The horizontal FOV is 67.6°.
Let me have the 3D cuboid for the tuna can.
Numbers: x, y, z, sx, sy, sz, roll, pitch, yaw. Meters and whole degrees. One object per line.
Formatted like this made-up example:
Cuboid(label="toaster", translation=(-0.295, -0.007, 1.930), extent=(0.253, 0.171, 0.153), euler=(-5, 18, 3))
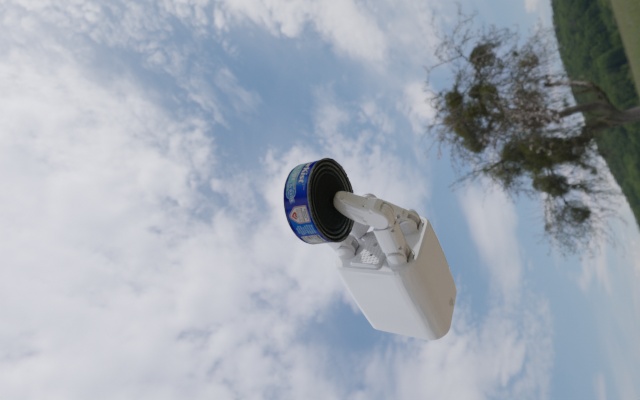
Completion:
Cuboid(label="tuna can", translation=(0.000, 0.002, 0.486), extent=(0.034, 0.086, 0.086), euler=(-9, -5, 33))
